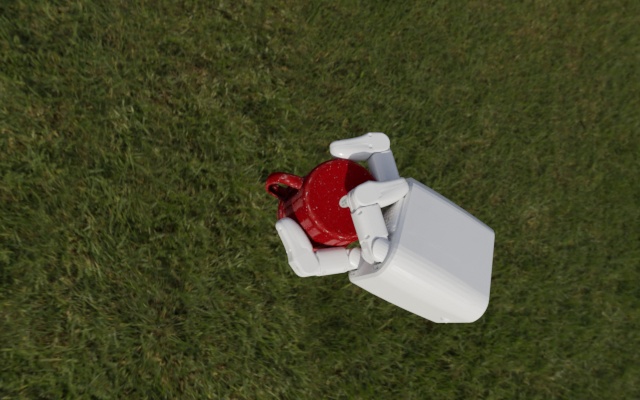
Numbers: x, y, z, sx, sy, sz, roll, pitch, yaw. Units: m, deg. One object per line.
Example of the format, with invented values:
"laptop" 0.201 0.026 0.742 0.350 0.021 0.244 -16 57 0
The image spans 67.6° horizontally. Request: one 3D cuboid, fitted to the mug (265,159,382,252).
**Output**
"mug" -0.001 0.001 0.482 0.117 0.093 0.081 28 -21 -11
